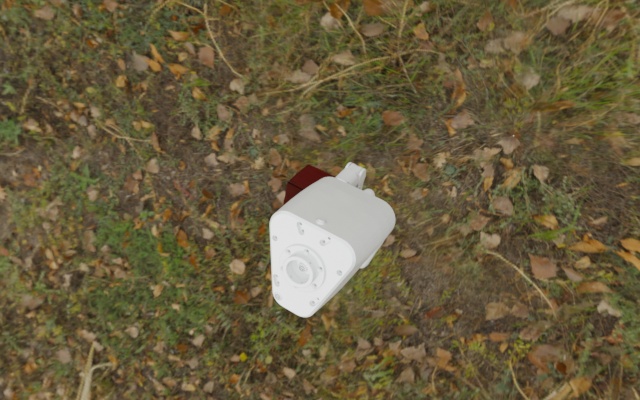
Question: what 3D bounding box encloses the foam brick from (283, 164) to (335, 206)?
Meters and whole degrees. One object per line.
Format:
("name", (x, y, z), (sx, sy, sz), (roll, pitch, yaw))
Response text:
("foam brick", (0.000, 0.002, 0.579), (0.078, 0.053, 0.051), (26, 42, 17))
